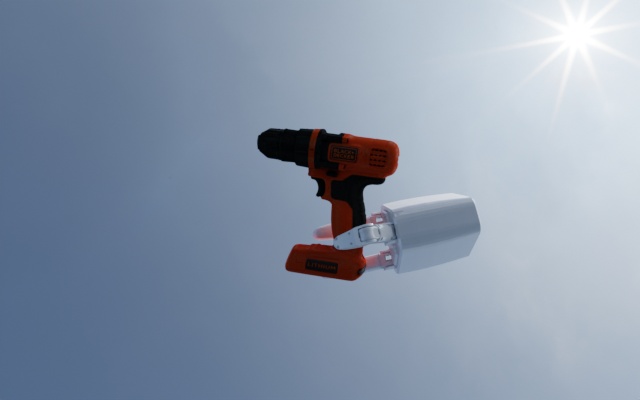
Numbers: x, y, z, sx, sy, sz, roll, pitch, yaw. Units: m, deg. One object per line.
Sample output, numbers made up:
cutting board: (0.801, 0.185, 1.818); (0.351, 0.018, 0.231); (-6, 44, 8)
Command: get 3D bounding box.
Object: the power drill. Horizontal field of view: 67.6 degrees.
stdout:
power drill: (0.000, 0.003, 0.620); (0.184, 0.188, 0.057); (8, 11, 12)
